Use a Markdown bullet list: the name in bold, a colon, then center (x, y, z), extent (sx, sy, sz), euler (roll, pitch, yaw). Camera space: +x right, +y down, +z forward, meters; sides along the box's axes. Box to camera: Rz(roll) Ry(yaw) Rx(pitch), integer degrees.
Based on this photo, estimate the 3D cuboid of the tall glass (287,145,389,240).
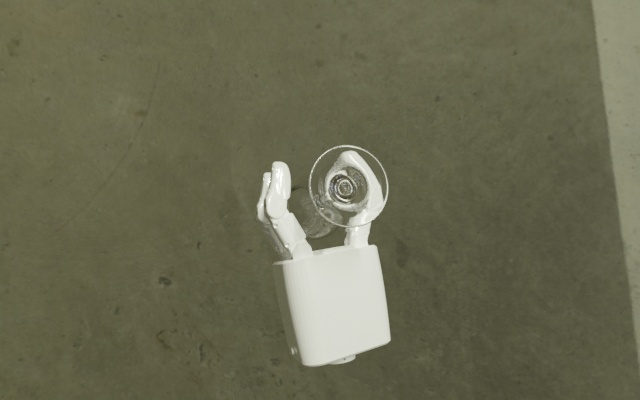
- **tall glass**: center (0.000, 0.001, 0.515), extent (0.079, 0.079, 0.201), euler (0, -8, -15)
